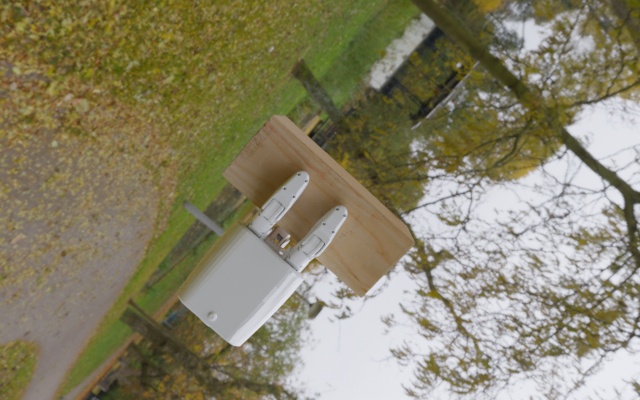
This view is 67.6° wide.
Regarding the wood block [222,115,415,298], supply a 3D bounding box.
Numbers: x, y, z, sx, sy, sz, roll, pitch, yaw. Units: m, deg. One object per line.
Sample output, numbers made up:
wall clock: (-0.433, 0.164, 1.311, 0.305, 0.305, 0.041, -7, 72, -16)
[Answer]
wood block: (0.000, 0.002, 0.558, 0.206, 0.090, 0.091, 42, 9, -4)
